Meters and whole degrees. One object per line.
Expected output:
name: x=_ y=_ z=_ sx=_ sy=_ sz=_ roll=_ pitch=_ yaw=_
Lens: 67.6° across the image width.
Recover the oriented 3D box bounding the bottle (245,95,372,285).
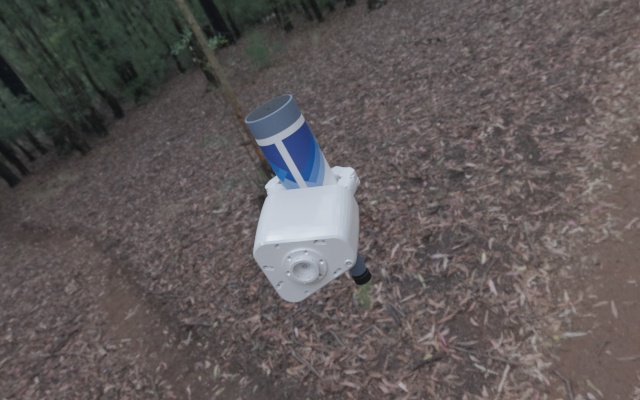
bottle: x=0.000 y=0.002 z=0.651 sx=0.069 sy=0.296 sz=0.069 roll=-23 pitch=27 yaw=12
